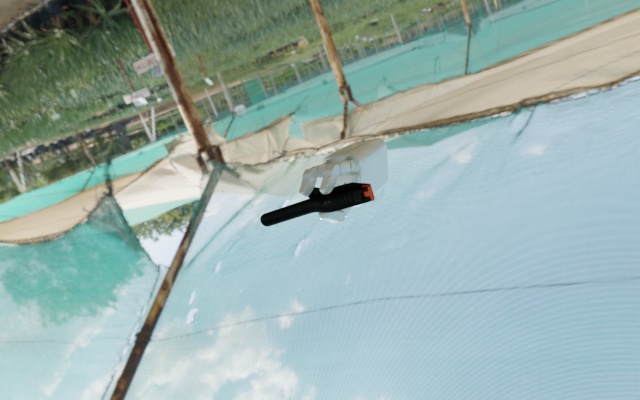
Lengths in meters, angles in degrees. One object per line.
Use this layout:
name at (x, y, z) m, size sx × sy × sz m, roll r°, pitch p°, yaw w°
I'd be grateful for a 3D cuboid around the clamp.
clamp at (0.001, 0.003, 0.875) m, size 0.210 × 0.036 × 0.164 m, roll -6°, pitch 19°, yaw 43°
